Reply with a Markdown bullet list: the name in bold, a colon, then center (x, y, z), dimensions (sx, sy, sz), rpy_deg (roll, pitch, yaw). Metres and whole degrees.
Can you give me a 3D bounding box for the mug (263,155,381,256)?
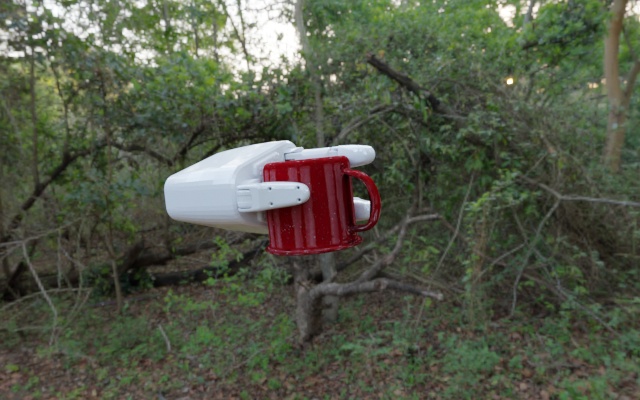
- **mug**: center (0.001, 0.001, 0.439), dimensions (0.117, 0.081, 0.093), rpy_deg (-2, 6, 34)
